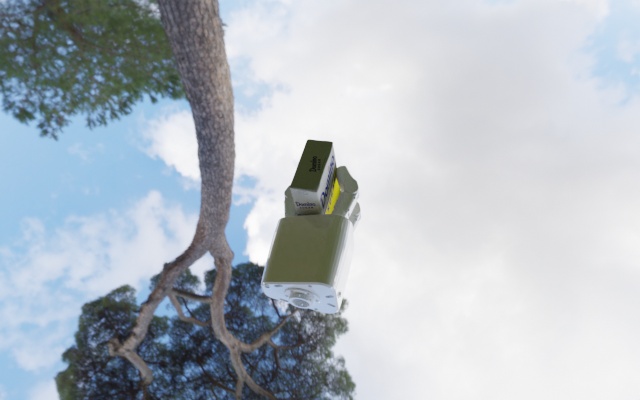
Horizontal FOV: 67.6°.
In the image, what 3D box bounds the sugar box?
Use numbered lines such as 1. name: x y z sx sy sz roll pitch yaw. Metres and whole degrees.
1. sugar box: 0.001 0.003 0.716 0.048 0.093 0.176 9 -35 13
